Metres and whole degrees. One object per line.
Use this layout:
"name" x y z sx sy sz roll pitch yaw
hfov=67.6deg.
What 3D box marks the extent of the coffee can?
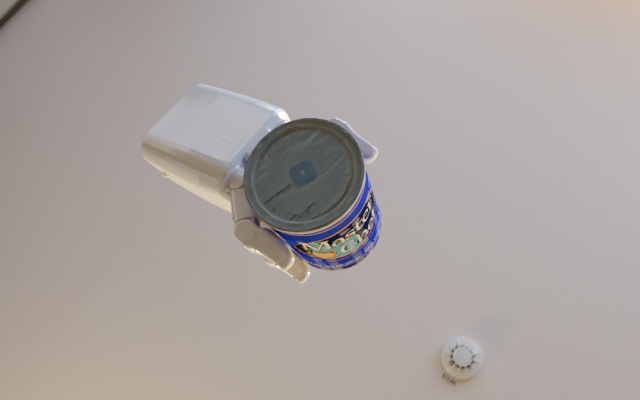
"coffee can" 0.000 0.001 0.452 0.103 0.102 0.140 0 -21 13
